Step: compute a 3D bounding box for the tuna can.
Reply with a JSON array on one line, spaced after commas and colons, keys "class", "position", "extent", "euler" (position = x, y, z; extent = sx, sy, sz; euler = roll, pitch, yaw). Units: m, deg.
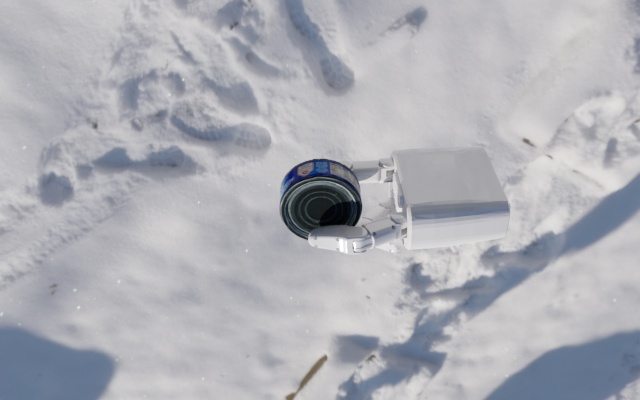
[{"class": "tuna can", "position": [0.000, 0.002, 0.493], "extent": [0.086, 0.086, 0.033], "euler": [0, 35, -2]}]
